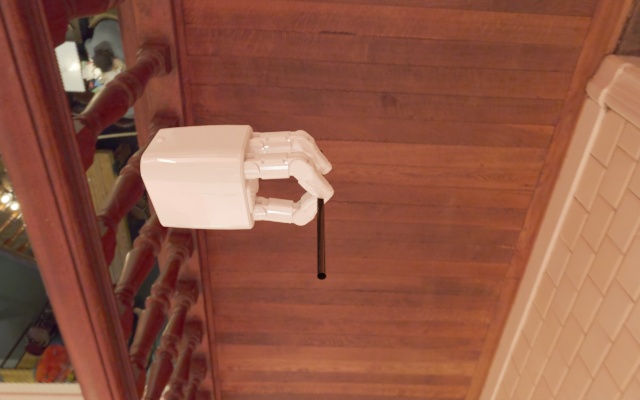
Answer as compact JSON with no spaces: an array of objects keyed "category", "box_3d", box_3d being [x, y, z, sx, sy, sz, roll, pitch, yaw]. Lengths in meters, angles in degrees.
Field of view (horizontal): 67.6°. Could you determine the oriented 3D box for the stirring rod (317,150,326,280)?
[{"category":"stirring rod","box_3d":[0.000,0.002,0.513,0.011,0.011,0.239,0,32,-1]}]
